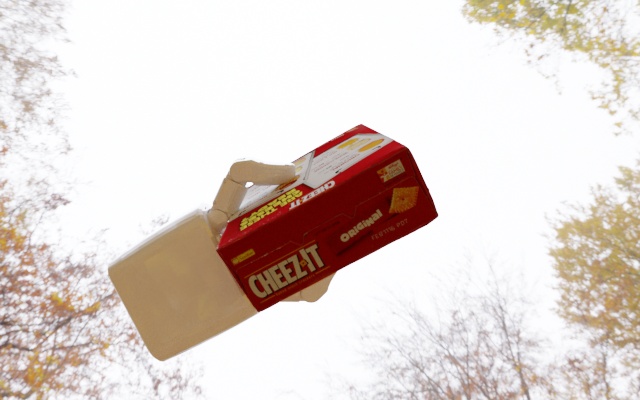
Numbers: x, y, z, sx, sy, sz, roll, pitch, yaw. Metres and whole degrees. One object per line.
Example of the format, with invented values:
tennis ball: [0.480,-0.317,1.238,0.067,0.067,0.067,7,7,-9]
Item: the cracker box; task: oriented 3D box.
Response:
cracker box: [0.000,0.001,0.460,0.164,0.072,0.213,-29,14,3]
